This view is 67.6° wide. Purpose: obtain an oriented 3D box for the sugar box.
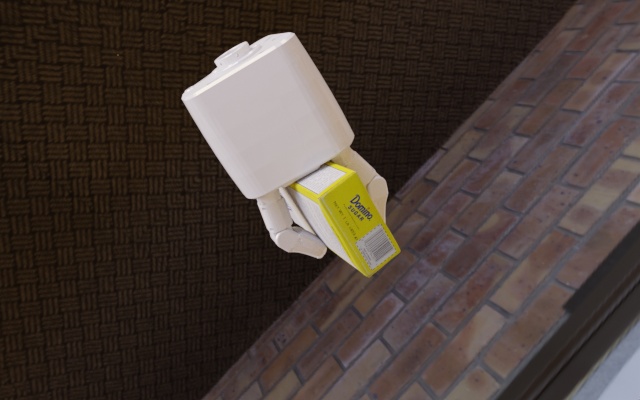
[{"bbox_3d":[0.000,0.001,0.474,0.048,0.093,0.176,-36,26,-9],"label":"sugar box"}]
